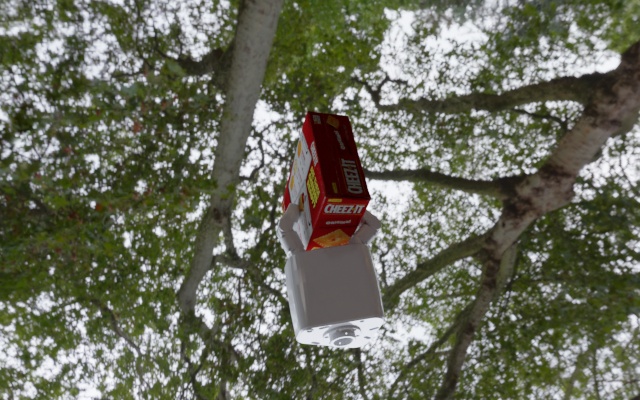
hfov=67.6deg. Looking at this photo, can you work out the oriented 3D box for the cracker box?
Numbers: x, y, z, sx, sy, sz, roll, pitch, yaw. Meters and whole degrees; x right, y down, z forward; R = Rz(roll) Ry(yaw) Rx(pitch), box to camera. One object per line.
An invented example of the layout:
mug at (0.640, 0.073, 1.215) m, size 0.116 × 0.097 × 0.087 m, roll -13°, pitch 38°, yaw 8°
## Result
cracker box at (0.000, 0.002, 0.716) m, size 0.072 × 0.164 × 0.214 m, roll 2°, pitch -40°, yaw -17°
